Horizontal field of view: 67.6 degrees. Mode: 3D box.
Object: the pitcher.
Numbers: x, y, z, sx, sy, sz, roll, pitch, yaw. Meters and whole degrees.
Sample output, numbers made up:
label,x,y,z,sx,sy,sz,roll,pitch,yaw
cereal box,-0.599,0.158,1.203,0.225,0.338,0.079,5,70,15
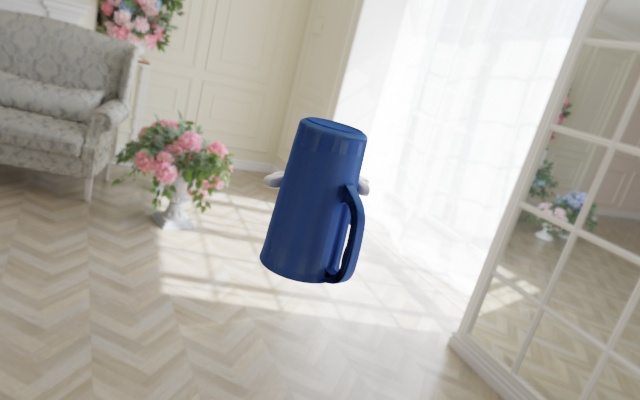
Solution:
label,x,y,z,sx,sy,sz,roll,pitch,yaw
pitcher,0.000,0.002,0.747,0.149,0.243,0.145,14,16,-1
